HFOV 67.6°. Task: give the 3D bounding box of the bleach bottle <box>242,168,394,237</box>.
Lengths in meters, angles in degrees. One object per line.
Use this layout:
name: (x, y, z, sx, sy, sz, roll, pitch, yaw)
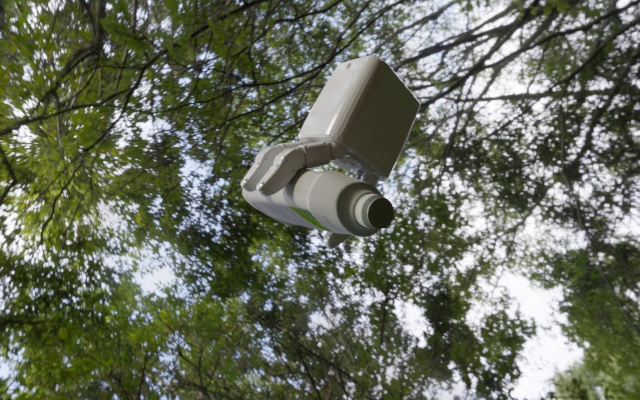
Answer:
bleach bottle: (0.000, 0.002, 0.528, 0.102, 0.068, 0.251, 29, -8, -28)
